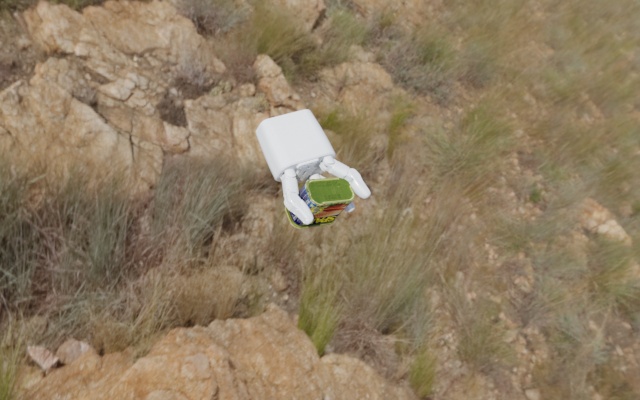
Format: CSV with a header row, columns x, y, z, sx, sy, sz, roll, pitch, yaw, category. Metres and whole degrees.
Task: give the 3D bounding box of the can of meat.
x,y,z,sx,sy,sz,roll,pitch,yaw,category
0.000,0.003,0.858,0.102,0.057,0.084,-6,-27,-35,can of meat
